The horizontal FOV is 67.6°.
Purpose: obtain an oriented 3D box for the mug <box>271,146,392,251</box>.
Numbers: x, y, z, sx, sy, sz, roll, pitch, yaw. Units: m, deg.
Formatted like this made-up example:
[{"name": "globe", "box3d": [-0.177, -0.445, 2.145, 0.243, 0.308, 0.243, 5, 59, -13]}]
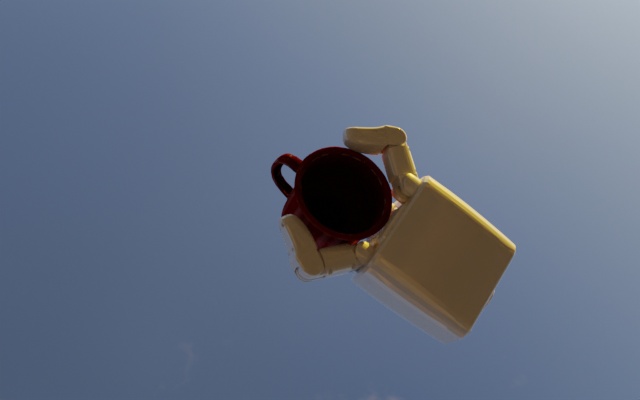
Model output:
[{"name": "mug", "box3d": [-0.001, 0.001, 0.458, 0.117, 0.093, 0.081, 37, -31, 0]}]
